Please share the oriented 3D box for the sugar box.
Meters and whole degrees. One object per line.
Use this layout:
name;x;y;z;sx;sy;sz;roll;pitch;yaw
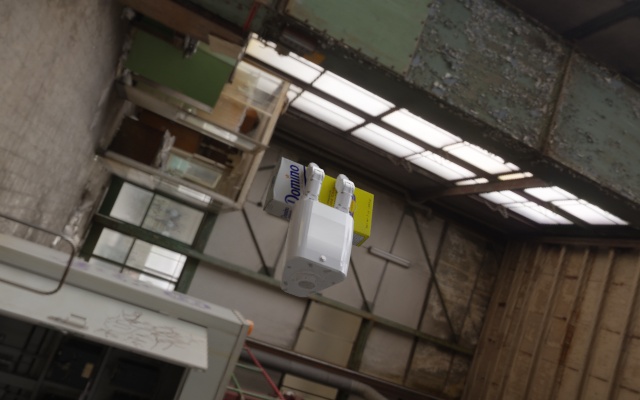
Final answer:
sugar box;0.000;0.002;0.796;0.176;0.093;0.048;23;-40;-17
